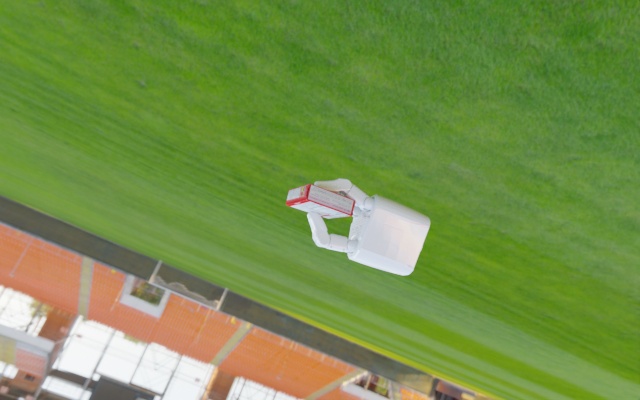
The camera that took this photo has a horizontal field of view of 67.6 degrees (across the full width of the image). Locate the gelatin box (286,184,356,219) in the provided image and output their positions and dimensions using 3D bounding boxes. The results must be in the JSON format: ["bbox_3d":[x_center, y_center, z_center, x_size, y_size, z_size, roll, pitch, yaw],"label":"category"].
[{"bbox_3d":[0.000,0.003,0.769,0.089,0.030,0.073,19,-15,-27],"label":"gelatin box"}]
